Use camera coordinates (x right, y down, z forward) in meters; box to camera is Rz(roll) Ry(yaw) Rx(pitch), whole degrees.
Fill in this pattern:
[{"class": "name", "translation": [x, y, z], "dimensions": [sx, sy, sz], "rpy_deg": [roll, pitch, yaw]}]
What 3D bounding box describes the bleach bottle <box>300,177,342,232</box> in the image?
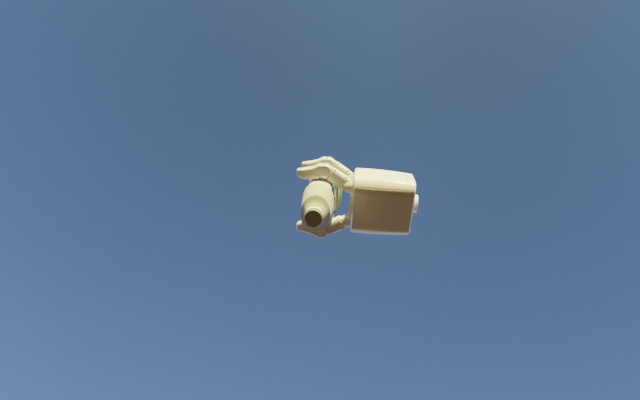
[{"class": "bleach bottle", "translation": [0.000, 0.003, 0.862], "dimensions": [0.068, 0.102, 0.250], "rpy_deg": [5, 16, 4]}]
